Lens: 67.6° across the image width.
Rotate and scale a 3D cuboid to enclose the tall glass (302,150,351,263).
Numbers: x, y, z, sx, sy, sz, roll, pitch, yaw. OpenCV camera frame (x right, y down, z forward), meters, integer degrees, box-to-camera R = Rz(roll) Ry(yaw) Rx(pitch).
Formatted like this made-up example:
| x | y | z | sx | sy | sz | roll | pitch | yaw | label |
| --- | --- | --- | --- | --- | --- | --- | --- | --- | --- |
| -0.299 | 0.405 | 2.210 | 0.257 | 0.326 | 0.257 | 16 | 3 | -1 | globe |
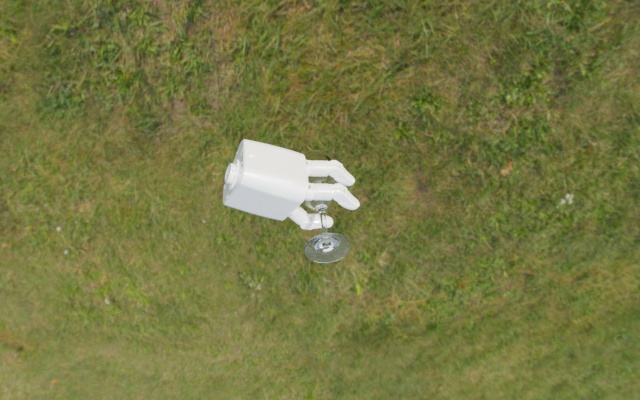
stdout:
| x | y | z | sx | sy | sz | roll | pitch | yaw | label |
| --- | --- | --- | --- | --- | --- | --- | --- | --- | --- |
| 0.000 | 0.003 | 0.811 | 0.079 | 0.200 | 0.079 | -4 | -43 | -4 | tall glass |
